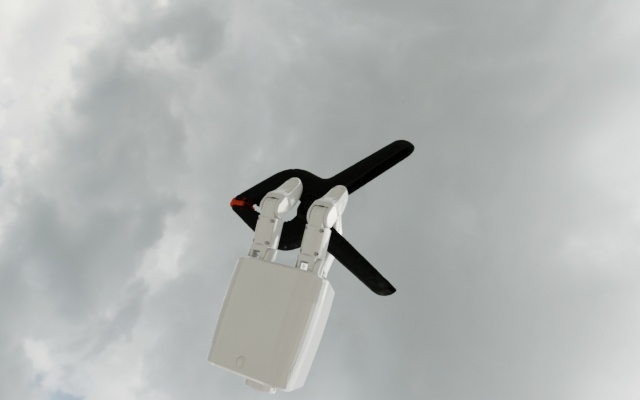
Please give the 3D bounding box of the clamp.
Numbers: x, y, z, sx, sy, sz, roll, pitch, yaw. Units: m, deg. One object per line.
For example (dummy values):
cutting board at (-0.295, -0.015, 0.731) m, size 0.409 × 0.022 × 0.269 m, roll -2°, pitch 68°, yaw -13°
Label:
clamp at (0.000, 0.002, 0.522) m, size 0.210 × 0.164 × 0.036 m, roll 10°, pitch -17°, yaw 26°
